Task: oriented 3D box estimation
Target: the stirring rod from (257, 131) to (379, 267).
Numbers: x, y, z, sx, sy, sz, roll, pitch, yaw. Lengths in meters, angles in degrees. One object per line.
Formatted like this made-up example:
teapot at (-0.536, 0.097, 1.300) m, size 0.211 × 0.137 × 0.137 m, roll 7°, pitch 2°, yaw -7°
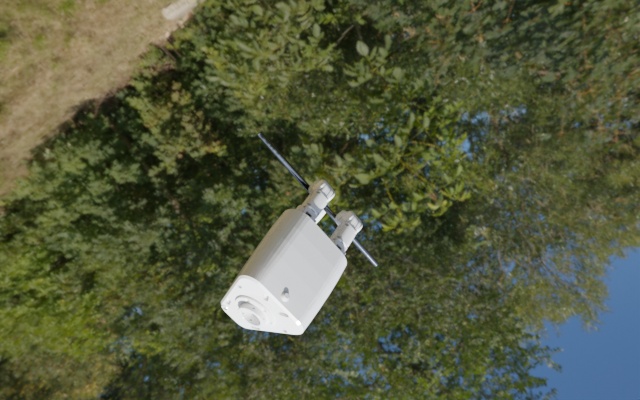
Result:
stirring rod at (0.000, 0.002, 0.632) m, size 0.011 × 0.239 × 0.011 m, roll -39°, pitch 15°, yaw 12°
